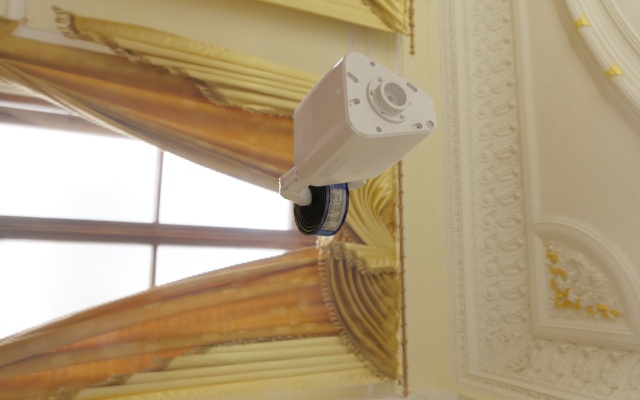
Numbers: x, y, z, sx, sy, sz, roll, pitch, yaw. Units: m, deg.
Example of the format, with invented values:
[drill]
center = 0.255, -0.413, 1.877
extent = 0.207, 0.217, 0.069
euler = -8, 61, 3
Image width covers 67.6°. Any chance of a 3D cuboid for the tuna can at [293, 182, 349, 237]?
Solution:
[tuna can]
center = 0.001, 0.002, 0.594
extent = 0.034, 0.086, 0.086
euler = 7, -4, -29
